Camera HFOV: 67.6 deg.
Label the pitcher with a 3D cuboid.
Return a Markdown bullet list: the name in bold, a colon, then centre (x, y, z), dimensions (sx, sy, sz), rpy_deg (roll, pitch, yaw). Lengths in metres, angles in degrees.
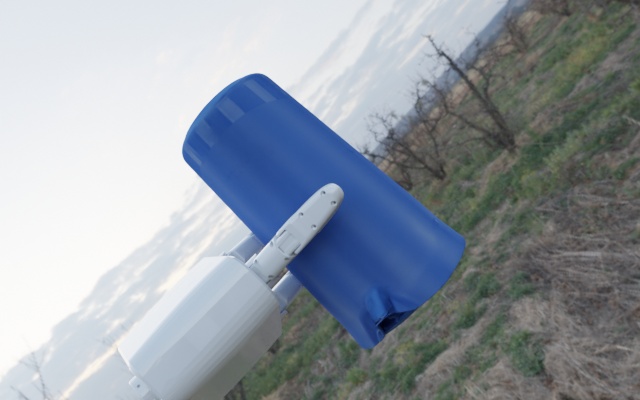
- **pitcher**: centre (0.000, 0.002, 0.440), dimensions (0.145, 0.243, 0.149), rpy_deg (-46, -2, -23)
